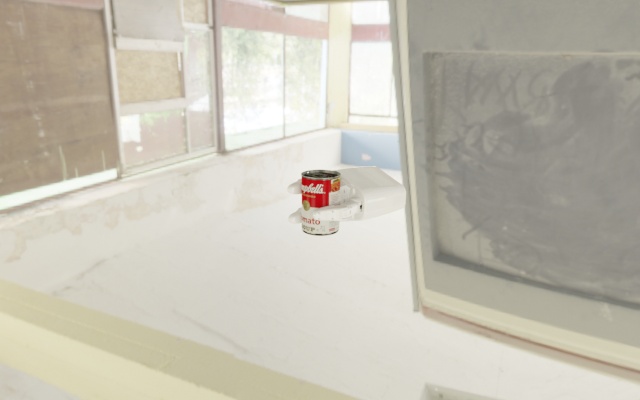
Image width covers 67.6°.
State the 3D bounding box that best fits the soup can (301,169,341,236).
[{"bbox_3d":[0.000,0.003,0.826,0.068,0.102,0.068,1,16,0],"label":"soup can"}]
